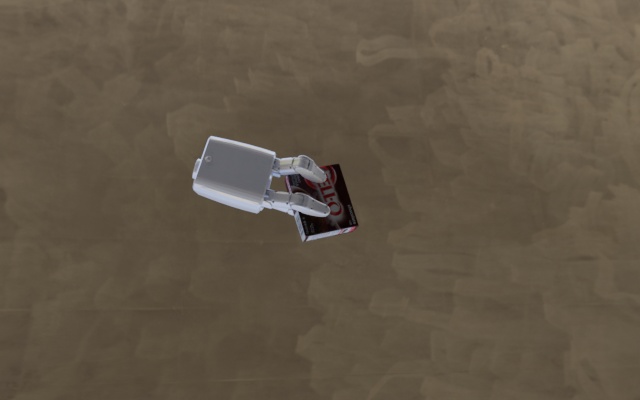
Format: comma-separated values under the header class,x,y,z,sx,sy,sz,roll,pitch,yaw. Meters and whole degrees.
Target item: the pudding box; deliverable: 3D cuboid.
class,x,y,z,sx,sy,sz,roll,pitch,yaw
pudding box,0.000,0.003,0.758,0.090,0.113,0.039,-11,-16,-18
